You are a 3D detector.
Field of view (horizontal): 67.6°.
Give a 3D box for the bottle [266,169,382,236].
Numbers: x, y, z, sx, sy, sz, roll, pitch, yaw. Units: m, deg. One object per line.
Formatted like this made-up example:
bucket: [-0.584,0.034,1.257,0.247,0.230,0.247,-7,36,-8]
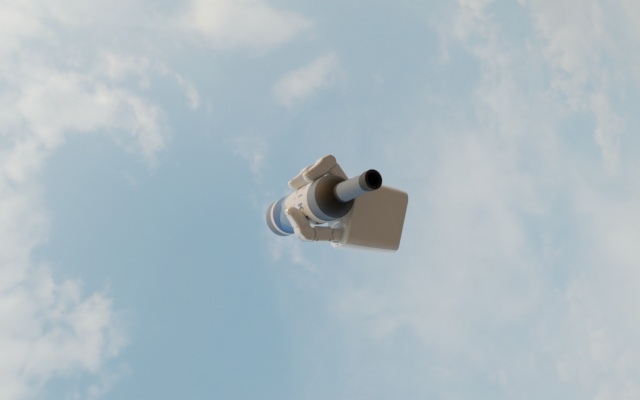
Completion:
bottle: [0.000,0.002,0.737,0.069,0.069,0.296,0,-12,-28]
